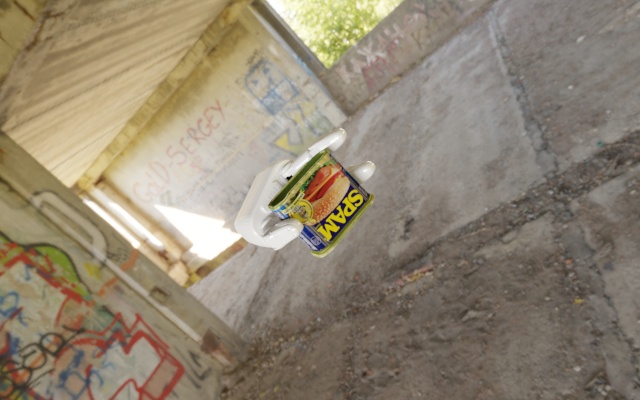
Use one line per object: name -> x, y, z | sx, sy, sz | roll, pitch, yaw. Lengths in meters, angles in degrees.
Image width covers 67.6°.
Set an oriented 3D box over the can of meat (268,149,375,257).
can of meat -> 0.000, 0.002, 0.573 | 0.084, 0.102, 0.057 | 45, -14, -14
